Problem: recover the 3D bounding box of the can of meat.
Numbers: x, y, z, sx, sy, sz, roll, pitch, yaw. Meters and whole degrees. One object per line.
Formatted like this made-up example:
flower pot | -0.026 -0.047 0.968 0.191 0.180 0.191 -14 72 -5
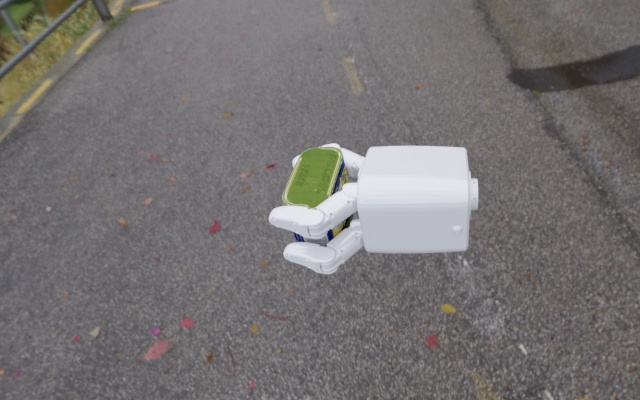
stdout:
can of meat | 0.000 0.001 0.533 0.057 0.102 0.084 3 -44 17
